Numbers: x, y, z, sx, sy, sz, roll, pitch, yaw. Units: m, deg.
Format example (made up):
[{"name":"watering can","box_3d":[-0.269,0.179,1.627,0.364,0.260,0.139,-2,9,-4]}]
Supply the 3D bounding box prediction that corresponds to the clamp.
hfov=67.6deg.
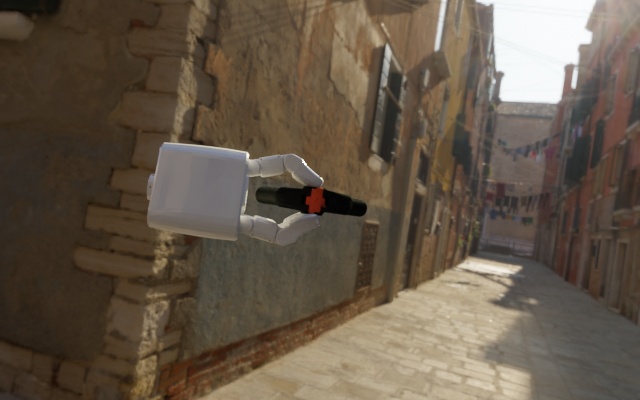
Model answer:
[{"name":"clamp","box_3d":[0.000,0.001,0.620,0.164,0.036,0.210,7,-1,-9]}]
